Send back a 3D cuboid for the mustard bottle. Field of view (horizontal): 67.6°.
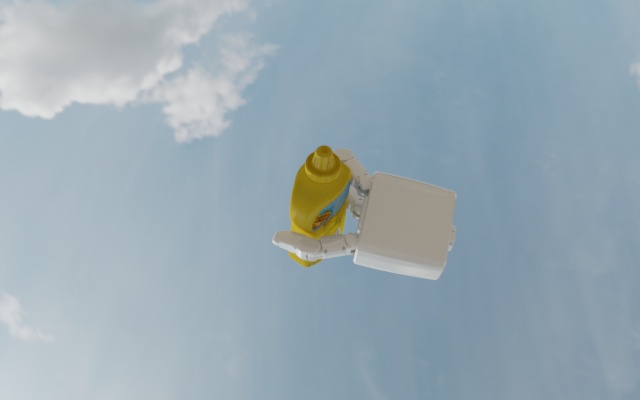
[{"bbox_3d":[0.000,0.002,0.596,0.058,0.096,0.192,34,-31,19],"label":"mustard bottle"}]
